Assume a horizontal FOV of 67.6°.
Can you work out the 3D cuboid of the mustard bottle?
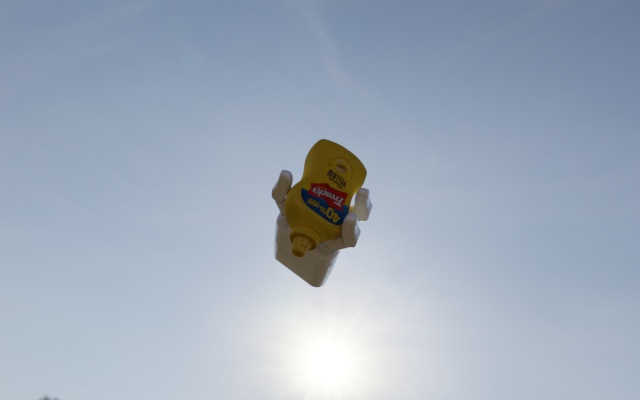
[{"bbox_3d":[0.000,0.002,0.696,0.096,0.191,0.058,36,-39,-15],"label":"mustard bottle"}]
